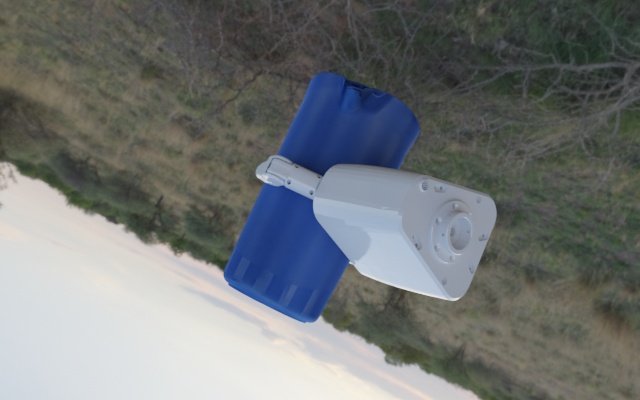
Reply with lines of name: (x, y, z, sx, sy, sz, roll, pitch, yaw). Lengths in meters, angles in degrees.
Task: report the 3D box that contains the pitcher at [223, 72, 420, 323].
pitcher: (0.000, 0.002, 0.518, 0.149, 0.242, 0.145, 34, -13, -33)
